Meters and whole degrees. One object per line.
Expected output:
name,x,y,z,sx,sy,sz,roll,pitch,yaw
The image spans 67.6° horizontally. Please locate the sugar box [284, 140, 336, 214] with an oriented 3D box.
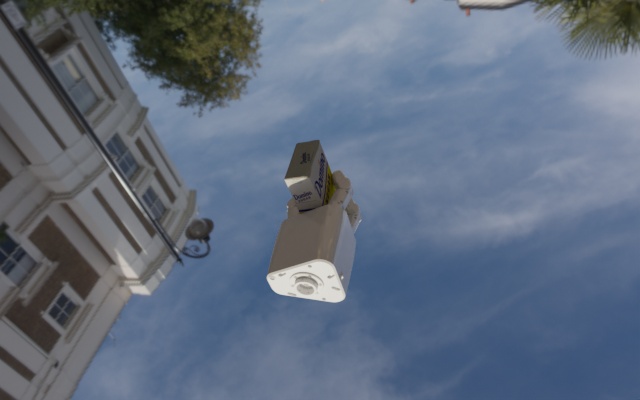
sugar box,0.001,0.003,0.755,0.048,0.176,0.093,-6,40,17
